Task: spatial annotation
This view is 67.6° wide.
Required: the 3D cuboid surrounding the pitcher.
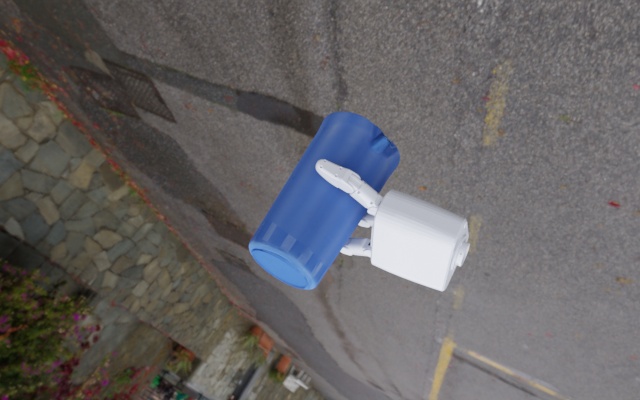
[{"bbox_3d":[0.000,0.002,0.693,0.145,0.242,0.149,22,-27,22],"label":"pitcher"}]
